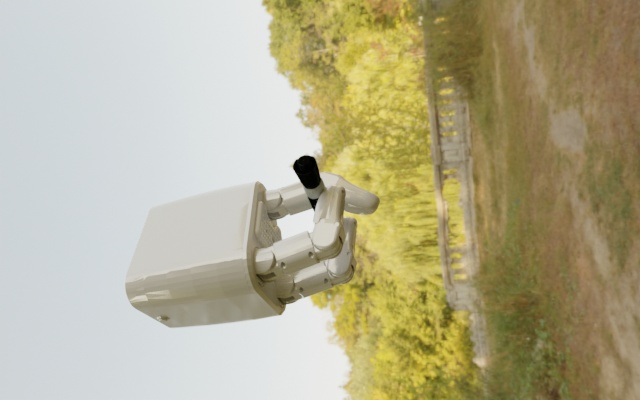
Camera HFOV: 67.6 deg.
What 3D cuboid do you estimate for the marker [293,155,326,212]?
[{"bbox_3d":[0.000,0.001,0.406,0.020,0.020,0.121,0,-31,15],"label":"marker"}]
